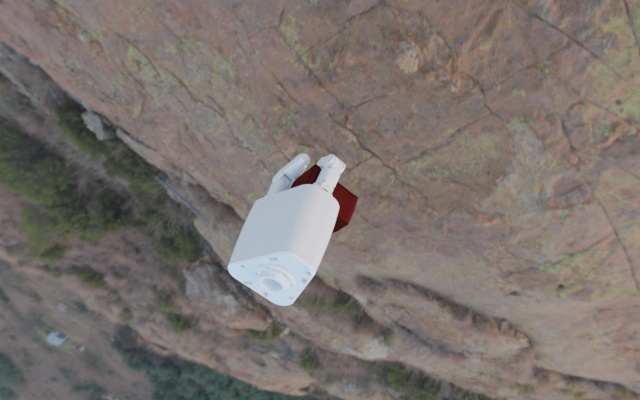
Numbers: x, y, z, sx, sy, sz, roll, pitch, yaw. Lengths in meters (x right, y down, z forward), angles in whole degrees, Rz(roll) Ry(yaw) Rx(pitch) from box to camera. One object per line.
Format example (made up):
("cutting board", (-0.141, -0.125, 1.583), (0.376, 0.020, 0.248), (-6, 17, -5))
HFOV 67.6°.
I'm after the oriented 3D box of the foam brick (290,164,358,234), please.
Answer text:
("foam brick", (0.000, 0.002, 0.630), (0.078, 0.051, 0.053), (37, -44, -19))
